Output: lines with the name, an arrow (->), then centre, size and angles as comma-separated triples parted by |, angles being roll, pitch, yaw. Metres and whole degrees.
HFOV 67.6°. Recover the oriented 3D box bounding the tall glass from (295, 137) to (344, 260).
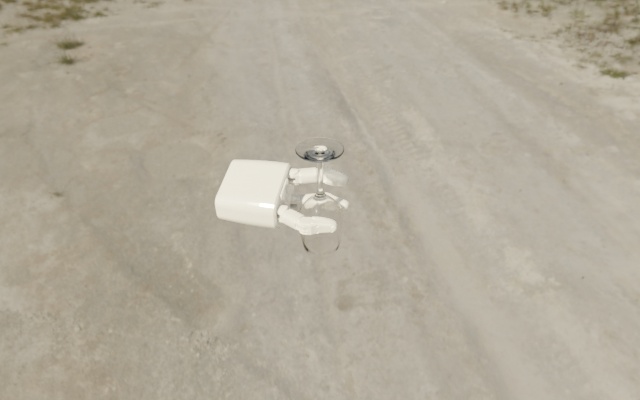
tall glass -> 0.000, 0.002, 0.780 | 0.079, 0.201, 0.079 | -1, 36, 1
